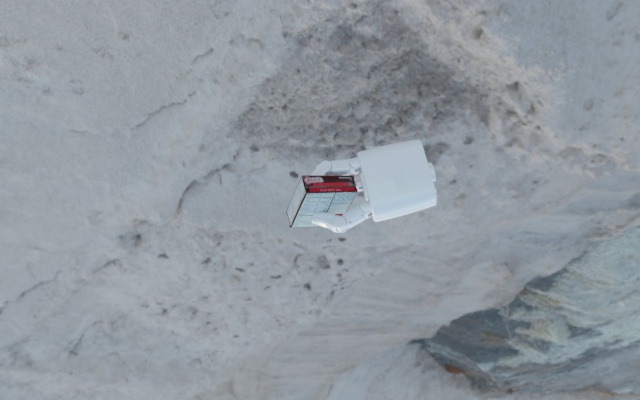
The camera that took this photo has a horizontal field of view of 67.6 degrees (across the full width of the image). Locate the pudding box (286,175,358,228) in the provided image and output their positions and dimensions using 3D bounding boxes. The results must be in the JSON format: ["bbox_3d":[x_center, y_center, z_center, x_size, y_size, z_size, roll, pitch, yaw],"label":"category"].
[{"bbox_3d":[0.000,0.003,0.790,0.090,0.039,0.114,0,-35,-20],"label":"pudding box"}]
